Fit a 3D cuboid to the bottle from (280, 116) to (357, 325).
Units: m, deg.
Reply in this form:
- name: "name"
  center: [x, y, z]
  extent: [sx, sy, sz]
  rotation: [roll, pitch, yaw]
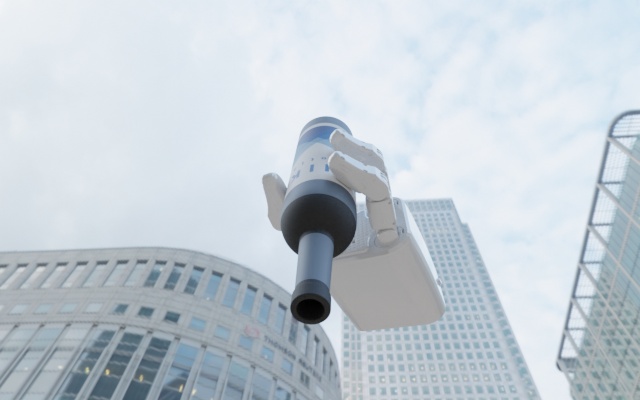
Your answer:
- name: "bottle"
  center: [0.000, 0.001, 0.445]
  extent: [0.069, 0.069, 0.295]
  rotation: [0, 29, 3]
